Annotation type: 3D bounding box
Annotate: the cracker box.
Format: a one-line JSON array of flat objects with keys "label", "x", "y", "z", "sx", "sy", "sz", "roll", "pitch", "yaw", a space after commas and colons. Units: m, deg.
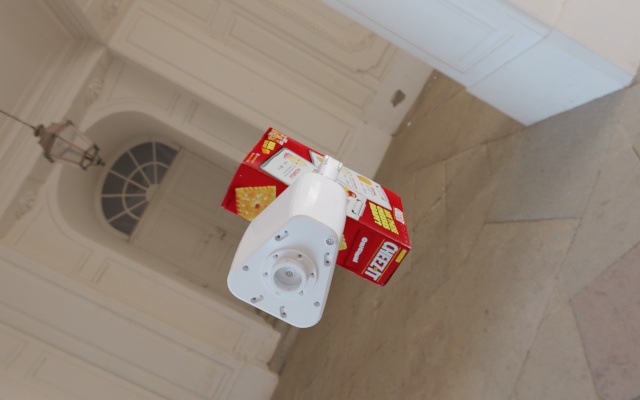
[{"label": "cracker box", "x": 0.000, "y": 0.002, "z": 0.609, "sx": 0.214, "sy": 0.072, "sz": 0.164, "roll": 28, "pitch": 22, "yaw": -6}]
